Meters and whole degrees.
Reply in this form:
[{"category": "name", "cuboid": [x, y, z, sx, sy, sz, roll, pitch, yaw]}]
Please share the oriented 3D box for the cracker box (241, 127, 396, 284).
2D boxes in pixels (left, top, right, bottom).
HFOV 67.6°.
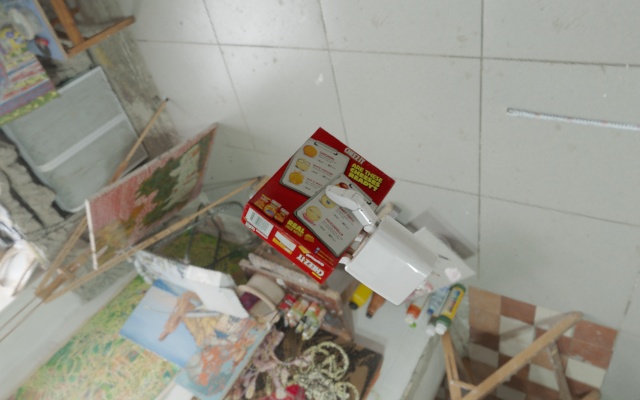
[{"category": "cracker box", "cuboid": [0.000, 0.003, 0.778, 0.164, 0.213, 0.072, 37, -36, 4]}]
